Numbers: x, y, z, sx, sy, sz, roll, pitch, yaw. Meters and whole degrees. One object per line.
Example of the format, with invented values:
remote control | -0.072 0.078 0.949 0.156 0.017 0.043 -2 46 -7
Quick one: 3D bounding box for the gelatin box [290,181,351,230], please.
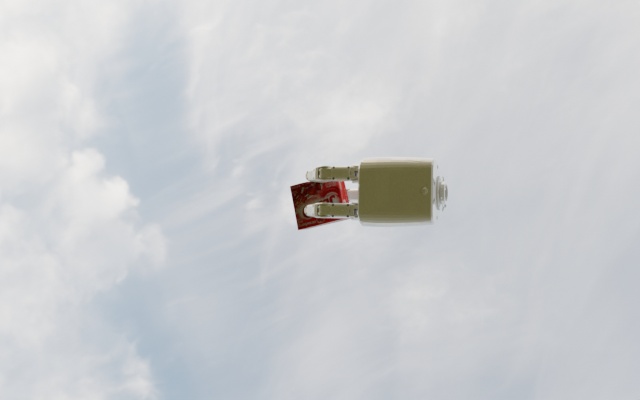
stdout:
gelatin box | 0.000 0.003 0.755 0.089 0.073 0.030 -15 -8 27
